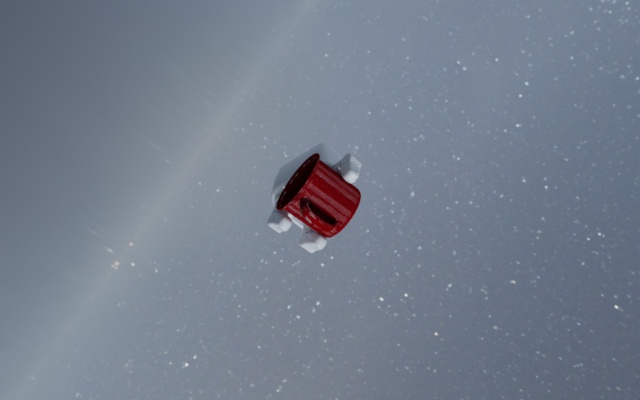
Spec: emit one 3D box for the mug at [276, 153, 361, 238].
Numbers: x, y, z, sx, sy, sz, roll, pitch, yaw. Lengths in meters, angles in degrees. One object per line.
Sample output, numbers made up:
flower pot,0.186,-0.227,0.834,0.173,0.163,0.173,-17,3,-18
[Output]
mug,0.000,0.003,0.633,0.081,0.093,0.117,36,21,-16
